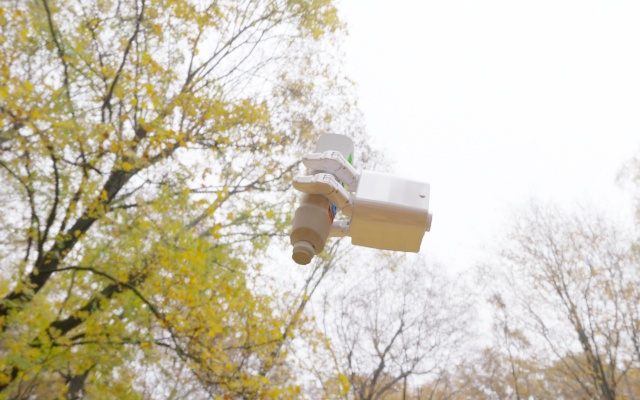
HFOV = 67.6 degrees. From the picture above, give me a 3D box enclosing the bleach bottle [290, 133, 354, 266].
[{"bbox_3d":[0.000,0.002,0.737,0.068,0.103,0.250,9,43,8],"label":"bleach bottle"}]
